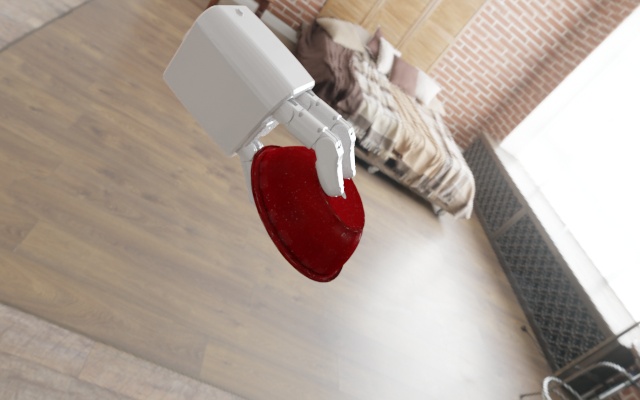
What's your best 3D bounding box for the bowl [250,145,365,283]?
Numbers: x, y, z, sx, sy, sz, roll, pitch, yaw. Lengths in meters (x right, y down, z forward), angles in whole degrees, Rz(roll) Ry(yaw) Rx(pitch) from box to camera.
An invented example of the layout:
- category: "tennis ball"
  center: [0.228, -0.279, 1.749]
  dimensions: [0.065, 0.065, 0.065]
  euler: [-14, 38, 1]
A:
- category: "bowl"
  center: [0.001, 0.002, 0.504]
  dimensions: [0.055, 0.162, 0.162]
  euler: [-27, -12, 25]
